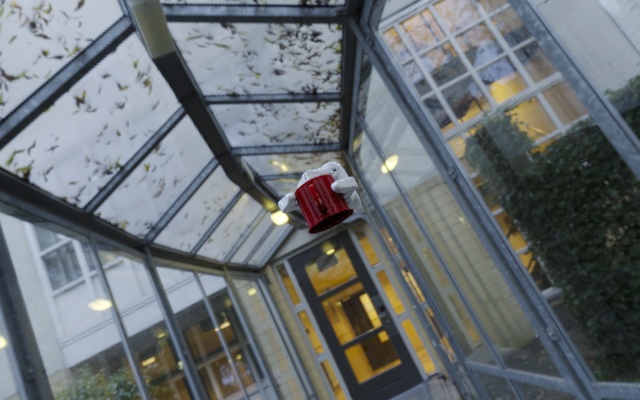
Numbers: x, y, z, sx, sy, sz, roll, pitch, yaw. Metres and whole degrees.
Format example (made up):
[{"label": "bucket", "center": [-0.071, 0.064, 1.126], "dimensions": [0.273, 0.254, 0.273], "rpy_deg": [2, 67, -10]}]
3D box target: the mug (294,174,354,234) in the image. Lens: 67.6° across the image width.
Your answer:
[{"label": "mug", "center": [0.000, 0.002, 0.879], "dimensions": [0.093, 0.081, 0.117], "rpy_deg": [-29, -15, 7]}]
